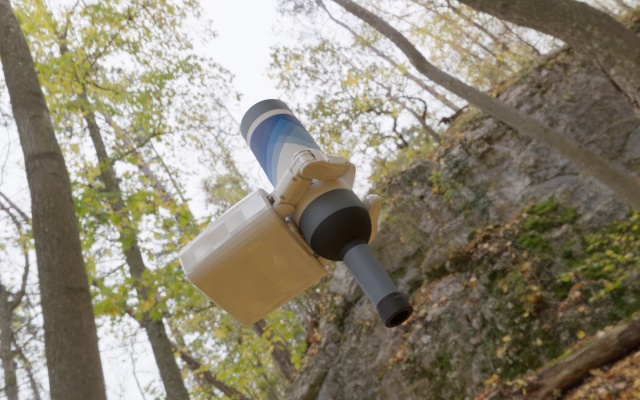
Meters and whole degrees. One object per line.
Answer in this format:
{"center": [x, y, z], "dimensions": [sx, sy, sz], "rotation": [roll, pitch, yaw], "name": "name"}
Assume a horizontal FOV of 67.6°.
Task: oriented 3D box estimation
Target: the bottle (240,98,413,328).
{"center": [0.000, 0.001, 0.485], "dimensions": [0.069, 0.069, 0.295], "rotation": [0, 41, -36], "name": "bottle"}
